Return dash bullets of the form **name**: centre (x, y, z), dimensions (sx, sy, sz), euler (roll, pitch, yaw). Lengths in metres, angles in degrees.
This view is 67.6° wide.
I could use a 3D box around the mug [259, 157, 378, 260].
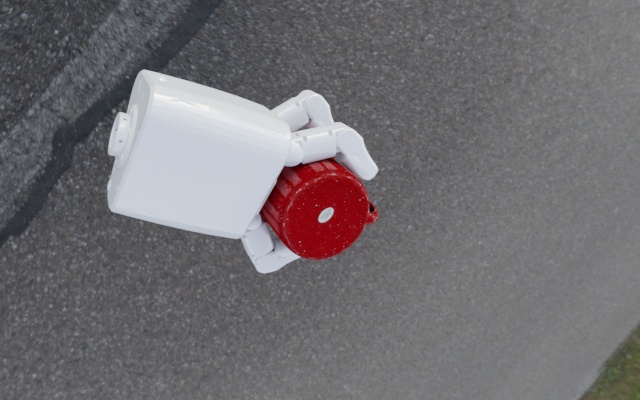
- **mug**: centre (0.001, 0.002, 0.425), dimensions (0.117, 0.093, 0.081), euler (14, 17, -30)
